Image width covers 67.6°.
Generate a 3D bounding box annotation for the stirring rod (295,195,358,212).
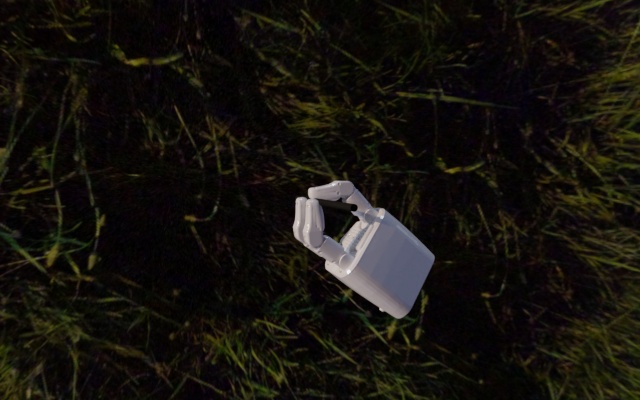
[{"bbox_3d":[0.000,0.002,0.597,0.011,0.011,0.239,0,3,-16],"label":"stirring rod"}]
